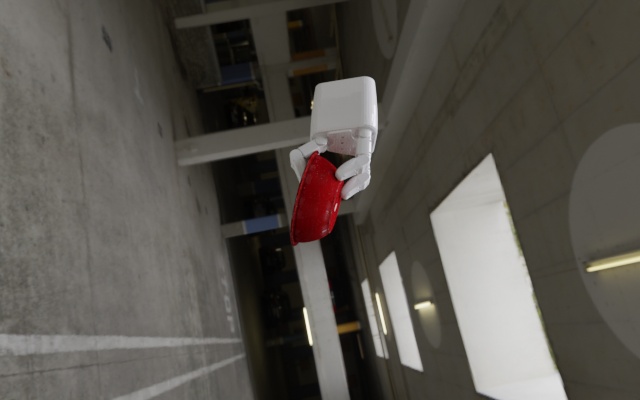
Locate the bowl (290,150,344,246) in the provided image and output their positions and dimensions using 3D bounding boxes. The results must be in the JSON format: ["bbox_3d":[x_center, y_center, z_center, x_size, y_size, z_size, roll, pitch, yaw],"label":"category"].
[{"bbox_3d":[0.000,0.004,0.780,0.055,0.162,0.162,14,2,8],"label":"bowl"}]
